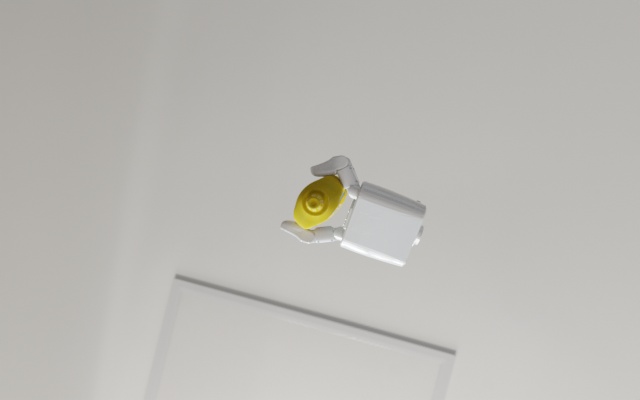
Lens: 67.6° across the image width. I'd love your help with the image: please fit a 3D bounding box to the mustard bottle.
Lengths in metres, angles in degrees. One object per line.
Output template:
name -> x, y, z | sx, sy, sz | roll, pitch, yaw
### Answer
mustard bottle -> 0.000, 0.002, 0.765 | 0.058, 0.096, 0.191 | 44, 5, 3
